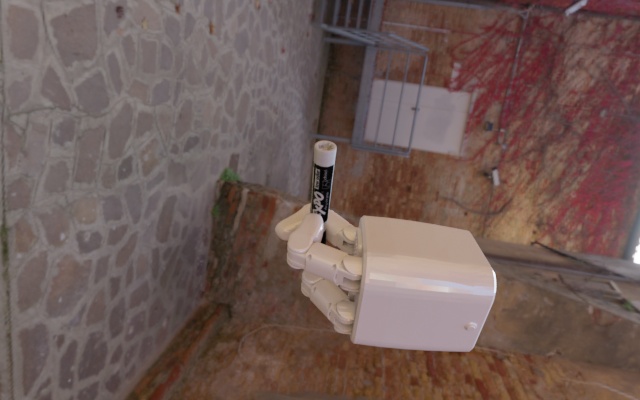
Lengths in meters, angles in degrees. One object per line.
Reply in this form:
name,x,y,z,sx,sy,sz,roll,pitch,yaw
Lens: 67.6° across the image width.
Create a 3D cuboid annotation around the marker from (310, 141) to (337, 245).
marker,0.000,0.001,0.439,0.020,0.121,0.020,3,38,-3
